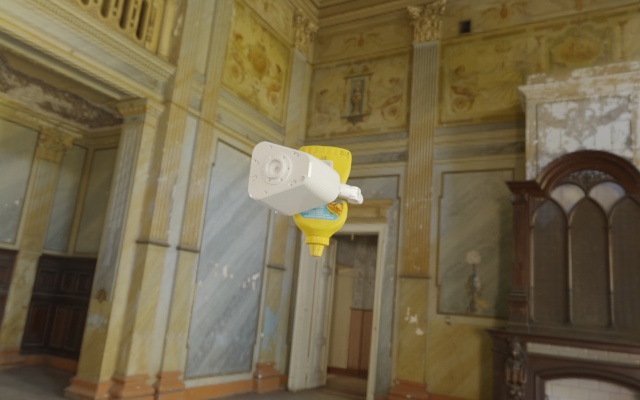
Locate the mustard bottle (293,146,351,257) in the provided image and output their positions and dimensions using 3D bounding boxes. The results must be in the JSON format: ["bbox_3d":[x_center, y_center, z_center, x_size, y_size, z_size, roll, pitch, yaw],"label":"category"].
[{"bbox_3d":[0.000,0.003,0.842,0.096,0.191,0.058,5,-12,1],"label":"mustard bottle"}]
